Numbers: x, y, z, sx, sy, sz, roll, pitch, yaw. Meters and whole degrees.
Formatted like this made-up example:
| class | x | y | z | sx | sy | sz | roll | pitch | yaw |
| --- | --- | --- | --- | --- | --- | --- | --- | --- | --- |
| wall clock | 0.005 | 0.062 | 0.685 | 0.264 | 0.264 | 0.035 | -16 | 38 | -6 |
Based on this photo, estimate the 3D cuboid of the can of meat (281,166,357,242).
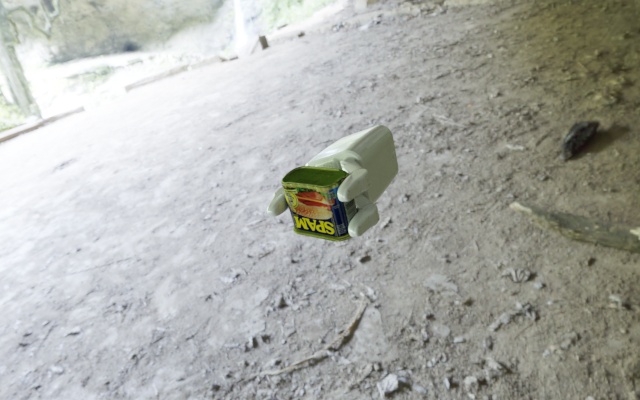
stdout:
| class | x | y | z | sx | sy | sz | roll | pitch | yaw |
| --- | --- | --- | --- | --- | --- | --- | --- | --- | --- |
| can of meat | 0.000 | 0.002 | 0.659 | 0.102 | 0.084 | 0.057 | 8 | 35 | 38 |
